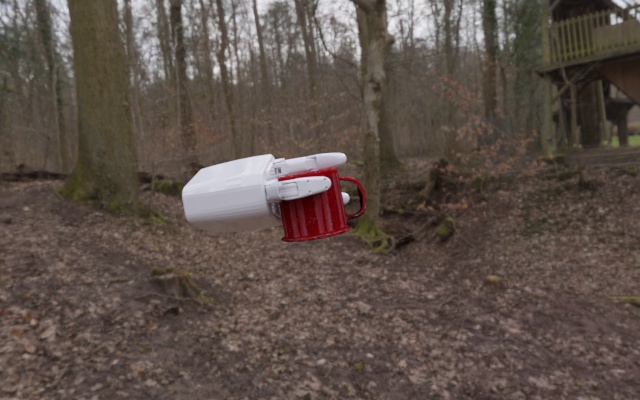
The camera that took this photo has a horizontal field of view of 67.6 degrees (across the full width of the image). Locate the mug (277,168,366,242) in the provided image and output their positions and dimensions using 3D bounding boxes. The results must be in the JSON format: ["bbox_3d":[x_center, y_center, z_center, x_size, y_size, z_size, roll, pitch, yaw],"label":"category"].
[{"bbox_3d":[0.001,0.002,0.615,0.117,0.081,0.093,-9,4,6],"label":"mug"}]
